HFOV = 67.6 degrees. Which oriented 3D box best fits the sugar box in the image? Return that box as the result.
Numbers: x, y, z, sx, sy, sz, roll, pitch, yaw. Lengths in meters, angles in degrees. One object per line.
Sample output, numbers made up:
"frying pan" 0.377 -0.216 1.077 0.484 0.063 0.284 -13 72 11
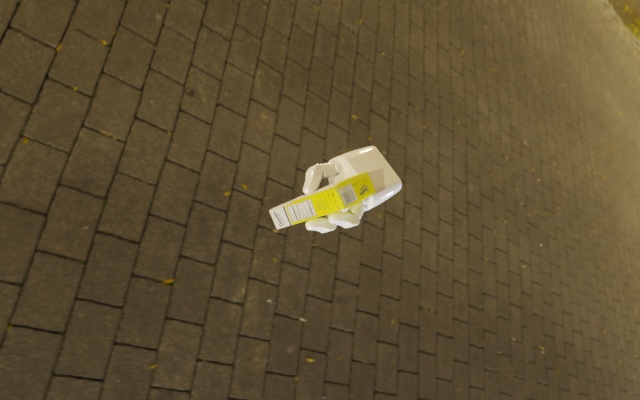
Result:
"sugar box" 0.001 0.003 0.839 0.176 0.048 0.093 -22 2 45
